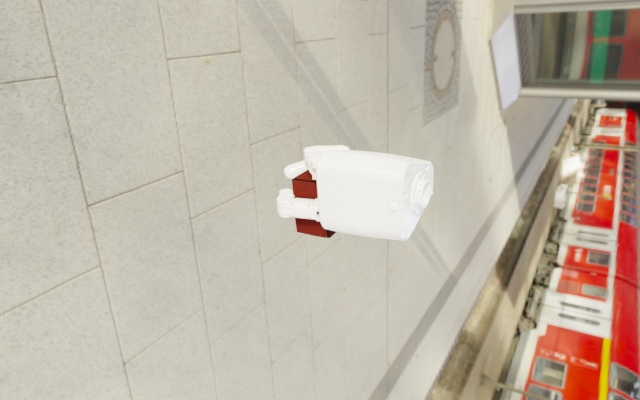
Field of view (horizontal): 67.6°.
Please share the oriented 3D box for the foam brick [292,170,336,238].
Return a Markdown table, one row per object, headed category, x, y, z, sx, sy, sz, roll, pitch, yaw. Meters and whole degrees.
| category | x | y | z | sx | sy | sz | roll | pitch | yaw |
| --- | --- | --- | --- | --- | --- | --- | --- | --- | --- |
| foam brick | 0.000 | 0.002 | 0.624 | 0.051 | 0.078 | 0.053 | 9 | 26 | 29 |
